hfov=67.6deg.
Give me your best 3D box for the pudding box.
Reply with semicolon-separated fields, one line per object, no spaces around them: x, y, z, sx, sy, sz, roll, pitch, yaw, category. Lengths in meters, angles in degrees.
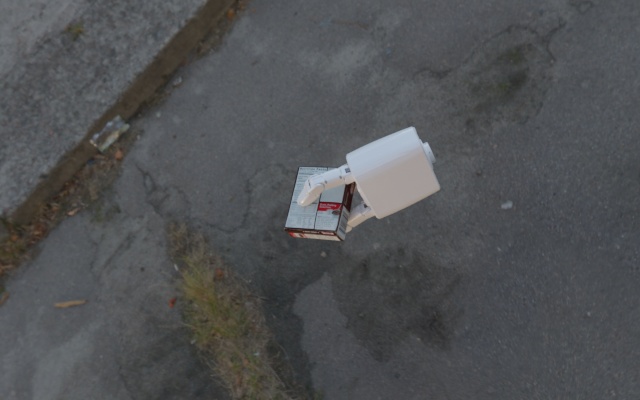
0.000;0.002;0.741;0.090;0.113;0.039;3;-25;24;pudding box
